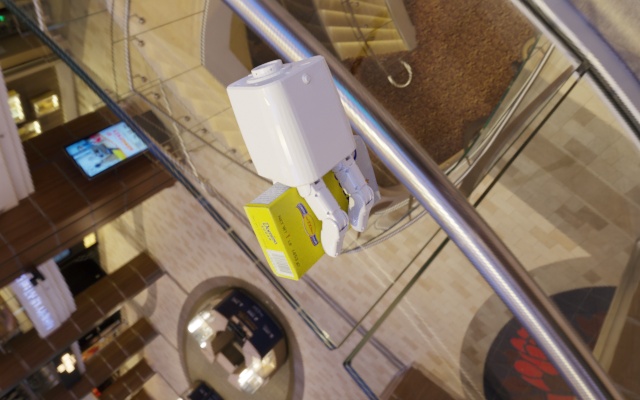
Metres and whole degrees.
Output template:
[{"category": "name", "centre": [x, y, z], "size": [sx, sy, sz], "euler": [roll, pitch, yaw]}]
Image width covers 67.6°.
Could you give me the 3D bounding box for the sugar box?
[{"category": "sugar box", "centre": [0.000, 0.002, 0.552], "size": [0.048, 0.093, 0.176], "euler": [5, 34, 43]}]
